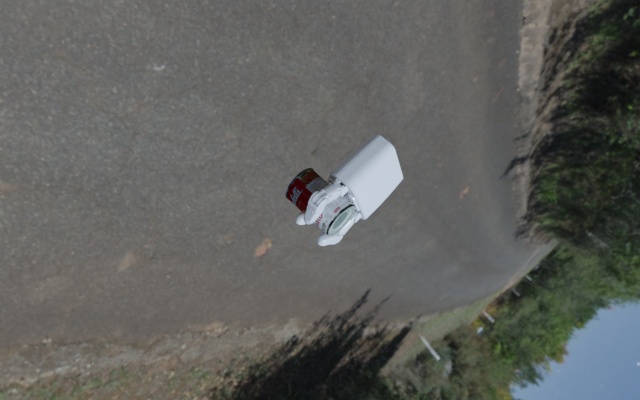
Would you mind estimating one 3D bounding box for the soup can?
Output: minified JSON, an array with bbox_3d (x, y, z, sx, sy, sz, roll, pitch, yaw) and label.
[{"bbox_3d":[0.000,0.003,0.802,0.102,0.068,0.068,42,17,20],"label":"soup can"}]
